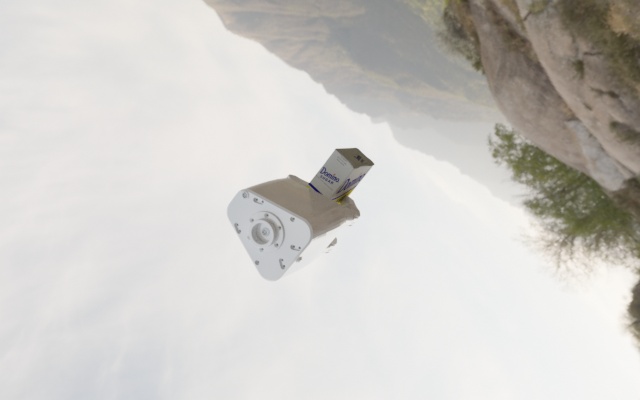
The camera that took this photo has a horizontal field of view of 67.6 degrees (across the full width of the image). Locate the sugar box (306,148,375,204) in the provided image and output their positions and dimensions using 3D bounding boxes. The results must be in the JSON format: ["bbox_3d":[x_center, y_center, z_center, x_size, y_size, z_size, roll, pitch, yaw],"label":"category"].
[{"bbox_3d":[0.000,0.003,0.701,0.048,0.176,0.093,45,21,12],"label":"sugar box"}]
